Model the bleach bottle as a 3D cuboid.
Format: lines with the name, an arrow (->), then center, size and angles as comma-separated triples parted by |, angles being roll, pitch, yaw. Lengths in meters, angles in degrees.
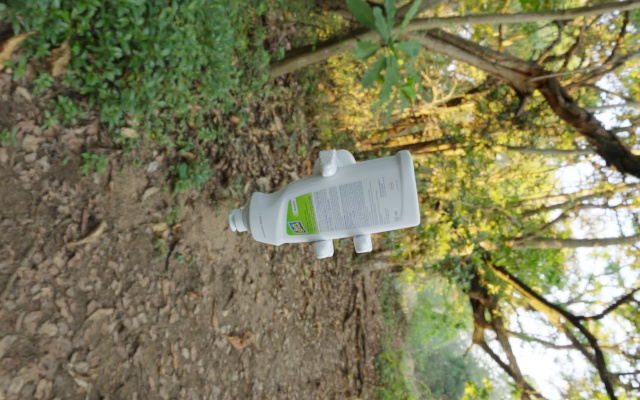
bleach bottle -> 0.000, 0.002, 0.640 | 0.251, 0.102, 0.068 | -8, 10, 7
